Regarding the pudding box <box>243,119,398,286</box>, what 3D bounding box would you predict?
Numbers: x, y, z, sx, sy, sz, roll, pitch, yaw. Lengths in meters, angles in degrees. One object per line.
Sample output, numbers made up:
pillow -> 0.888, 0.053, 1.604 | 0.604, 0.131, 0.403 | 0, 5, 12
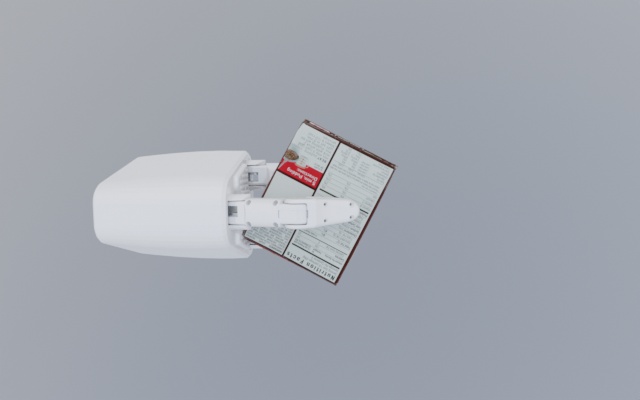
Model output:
pudding box -> 0.000, 0.001, 0.402 | 0.090, 0.113, 0.039 | 28, 6, 3
